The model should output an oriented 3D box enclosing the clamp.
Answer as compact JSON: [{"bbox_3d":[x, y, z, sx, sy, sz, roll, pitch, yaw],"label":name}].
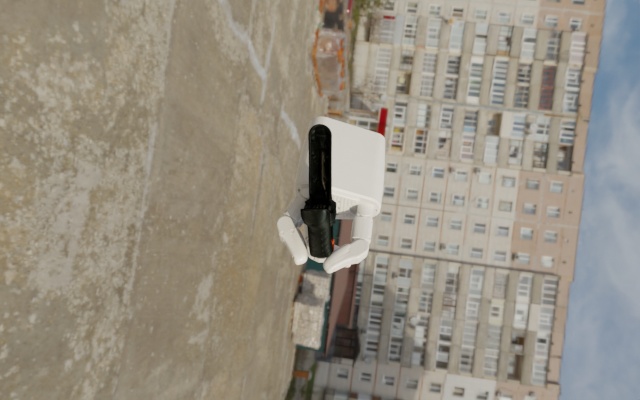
[{"bbox_3d":[0.001,0.002,0.532,0.039,0.120,0.172,8,-26,5],"label":"clamp"}]
